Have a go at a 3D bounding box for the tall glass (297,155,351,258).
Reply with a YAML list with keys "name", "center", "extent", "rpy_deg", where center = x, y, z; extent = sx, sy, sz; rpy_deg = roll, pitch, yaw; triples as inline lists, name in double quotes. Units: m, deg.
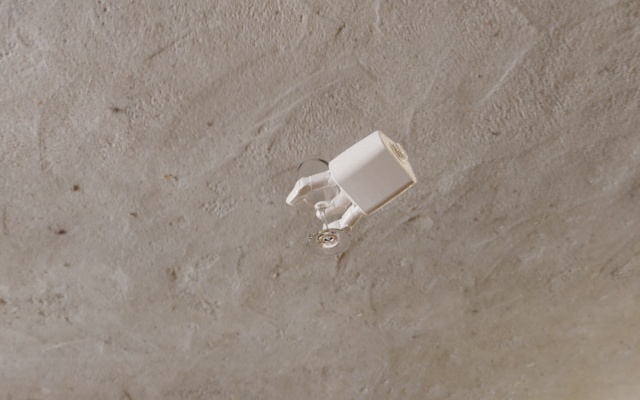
- name: "tall glass"
  center: [0.000, 0.003, 0.868]
  extent: [0.079, 0.079, 0.200]
  rpy_deg: [0, 44, -12]
